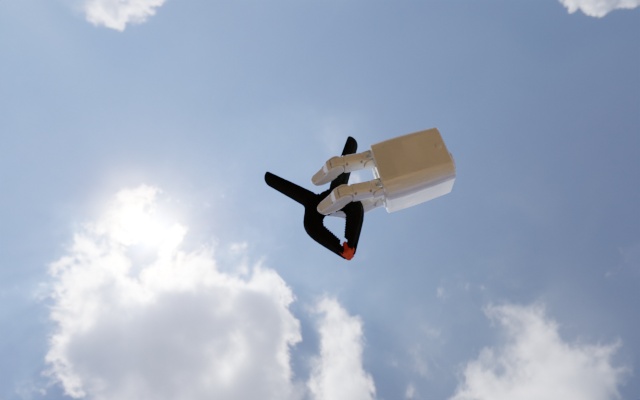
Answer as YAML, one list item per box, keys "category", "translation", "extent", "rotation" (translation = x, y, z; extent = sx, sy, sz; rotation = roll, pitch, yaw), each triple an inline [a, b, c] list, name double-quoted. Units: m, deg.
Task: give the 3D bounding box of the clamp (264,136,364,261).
- category: "clamp"
  translation: [0.001, 0.003, 0.744]
  extent: [0.164, 0.209, 0.036]
  rotation: [-18, -34, 7]
